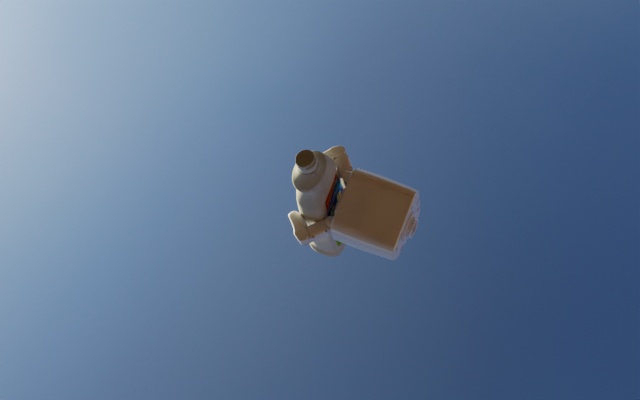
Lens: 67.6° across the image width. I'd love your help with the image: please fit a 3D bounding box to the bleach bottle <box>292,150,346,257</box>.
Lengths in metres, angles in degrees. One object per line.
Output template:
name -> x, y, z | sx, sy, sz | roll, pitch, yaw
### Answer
bleach bottle -> 0.000, 0.002, 0.776 | 0.068, 0.102, 0.251 | 20, -20, 22
